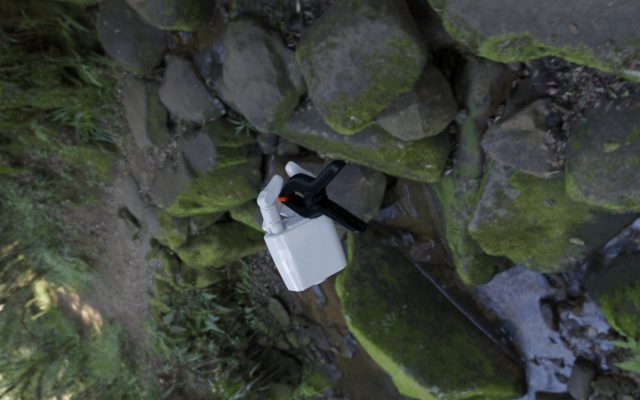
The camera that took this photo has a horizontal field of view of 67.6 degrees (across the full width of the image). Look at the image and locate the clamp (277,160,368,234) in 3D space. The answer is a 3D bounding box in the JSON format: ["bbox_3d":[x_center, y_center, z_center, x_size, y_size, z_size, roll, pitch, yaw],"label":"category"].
[{"bbox_3d":[0.000,0.003,0.753,0.039,0.120,0.171,-29,13,-36],"label":"clamp"}]
